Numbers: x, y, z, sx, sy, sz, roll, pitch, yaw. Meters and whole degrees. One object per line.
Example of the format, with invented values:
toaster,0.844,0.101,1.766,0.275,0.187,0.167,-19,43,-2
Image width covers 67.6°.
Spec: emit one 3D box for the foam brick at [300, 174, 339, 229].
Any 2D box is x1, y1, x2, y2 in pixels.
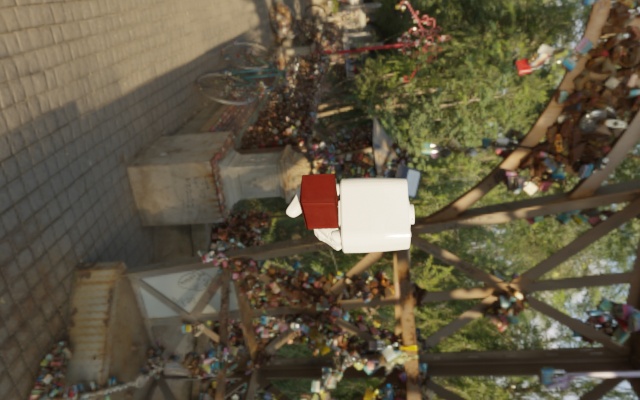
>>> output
foam brick,0.000,0.002,0.725,0.051,0.053,0.078,-2,-33,6
